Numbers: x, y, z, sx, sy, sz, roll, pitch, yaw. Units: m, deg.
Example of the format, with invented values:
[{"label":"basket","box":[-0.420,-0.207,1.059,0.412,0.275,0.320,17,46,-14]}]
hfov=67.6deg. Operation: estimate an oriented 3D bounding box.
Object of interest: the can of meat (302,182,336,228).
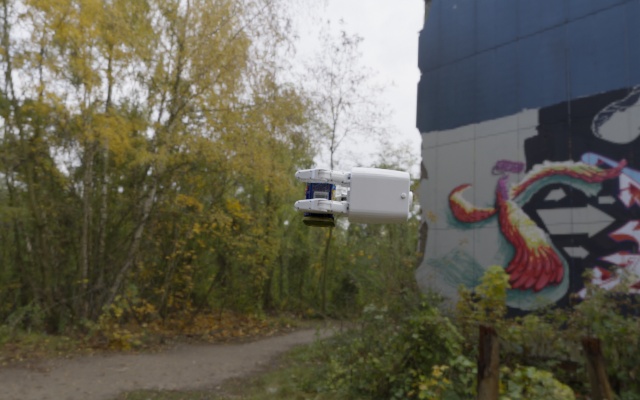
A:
[{"label":"can of meat","box":[0.000,0.003,0.894,0.057,0.084,0.102,3,-9,5]}]
